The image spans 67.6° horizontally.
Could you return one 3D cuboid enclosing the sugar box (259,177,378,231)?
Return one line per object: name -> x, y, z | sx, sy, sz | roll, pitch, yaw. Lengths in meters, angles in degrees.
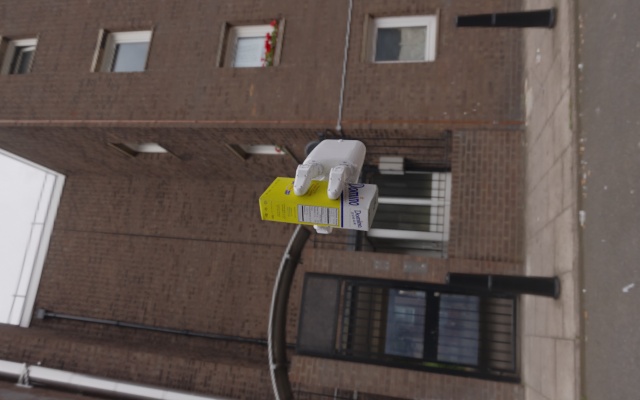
sugar box -> 0.000, 0.002, 0.770 | 0.176, 0.048, 0.093 | 2, 26, 14
